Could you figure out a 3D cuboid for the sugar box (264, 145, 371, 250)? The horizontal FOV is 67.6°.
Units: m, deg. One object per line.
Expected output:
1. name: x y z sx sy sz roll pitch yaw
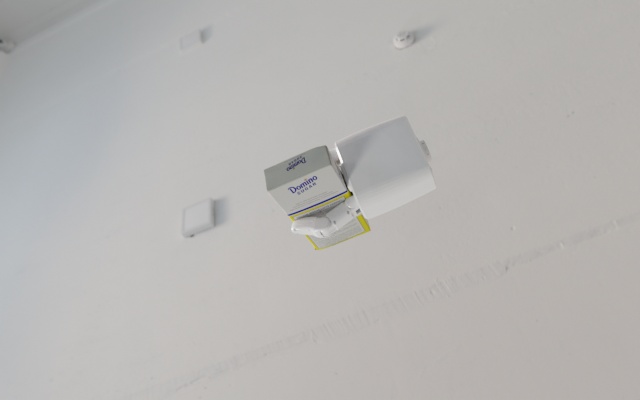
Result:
1. sugar box: 0.000 0.002 0.676 0.093 0.048 0.176 -22 -40 9
